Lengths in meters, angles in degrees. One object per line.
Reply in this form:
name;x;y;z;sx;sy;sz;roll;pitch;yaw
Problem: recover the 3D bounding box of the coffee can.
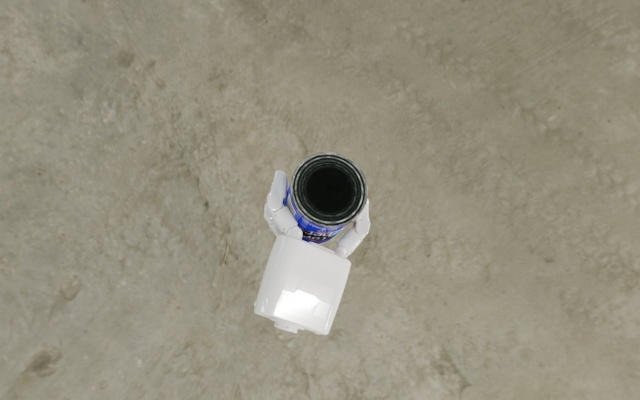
coffee can;0.000;0.002;0.685;0.103;0.102;0.140;0;-14;-10
